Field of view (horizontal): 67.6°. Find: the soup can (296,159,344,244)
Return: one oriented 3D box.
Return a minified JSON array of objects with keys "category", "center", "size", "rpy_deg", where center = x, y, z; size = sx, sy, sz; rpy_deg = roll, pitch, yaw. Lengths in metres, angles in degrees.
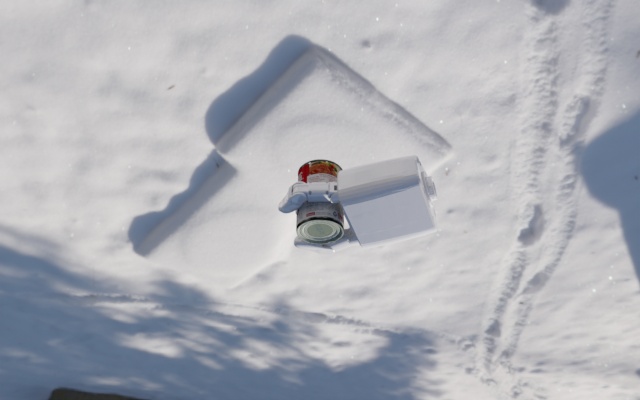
[{"category":"soup can","center":[0.000,0.003,0.675],"size":[0.068,0.102,0.069],"rpy_deg":[0,-35,0]}]
